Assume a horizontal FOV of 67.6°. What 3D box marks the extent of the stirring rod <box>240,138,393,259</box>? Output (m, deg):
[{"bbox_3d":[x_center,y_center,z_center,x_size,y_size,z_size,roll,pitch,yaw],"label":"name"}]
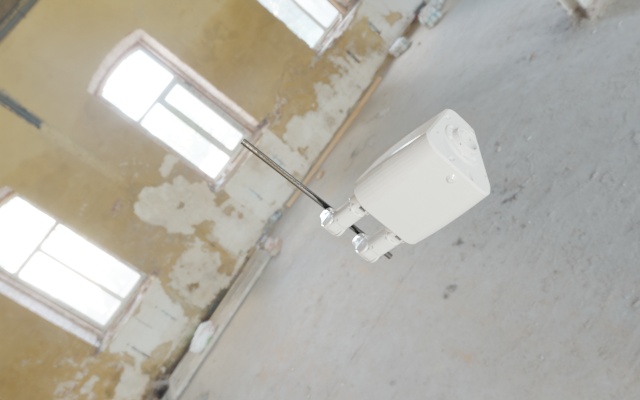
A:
[{"bbox_3d":[0.000,0.002,0.590,0.239,0.011,0.011,38,-12,-16],"label":"stirring rod"}]
